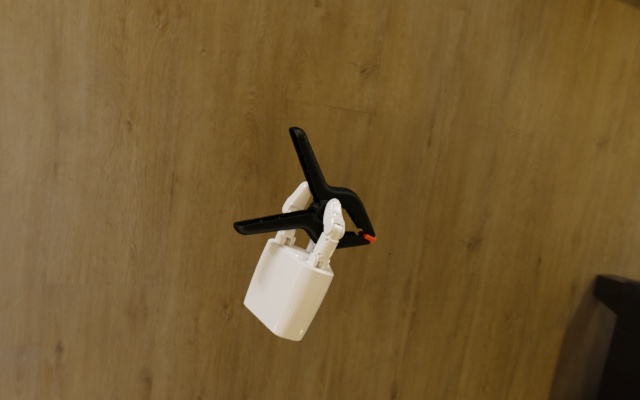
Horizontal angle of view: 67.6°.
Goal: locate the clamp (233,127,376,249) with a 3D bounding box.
[{"bbox_3d":[0.001,0.003,0.685,0.210,0.164,0.036,23,5,-26],"label":"clamp"}]
